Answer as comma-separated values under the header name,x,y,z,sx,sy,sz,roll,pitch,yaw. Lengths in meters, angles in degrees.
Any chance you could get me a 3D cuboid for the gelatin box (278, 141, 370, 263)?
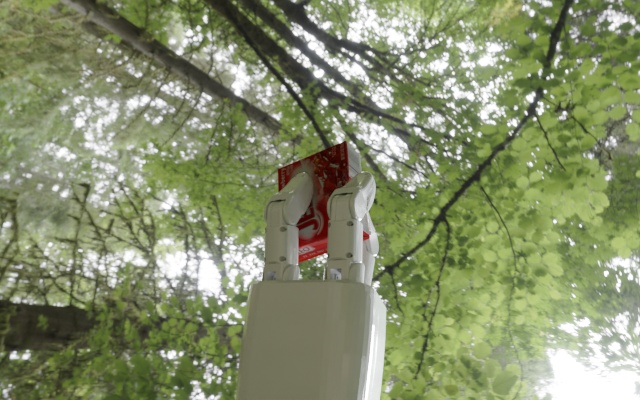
name,x,y,z,sx,sy,sz,roll,pitch,yaw
gelatin box,0.000,0.001,0.412,0.073,0.089,0.030,-20,-35,25
